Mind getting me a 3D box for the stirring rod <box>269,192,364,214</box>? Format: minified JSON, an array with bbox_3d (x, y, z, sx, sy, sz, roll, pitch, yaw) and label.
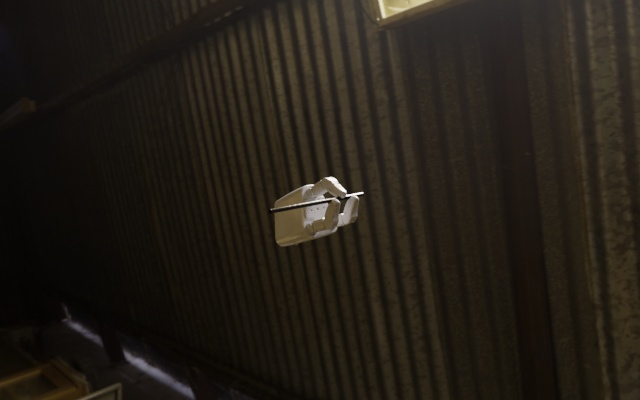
[{"bbox_3d":[0.000,0.003,0.894,0.239,0.011,0.011,-10,7,-44],"label":"stirring rod"}]
